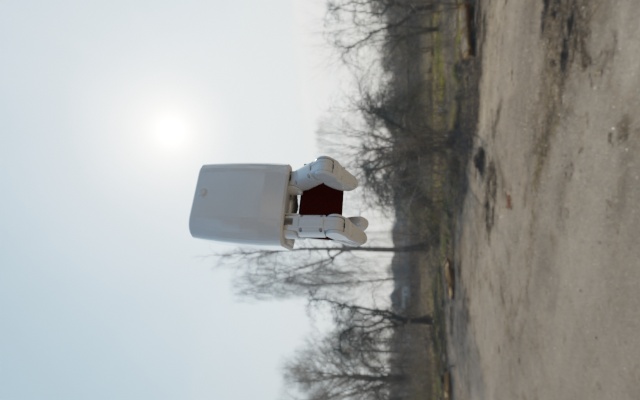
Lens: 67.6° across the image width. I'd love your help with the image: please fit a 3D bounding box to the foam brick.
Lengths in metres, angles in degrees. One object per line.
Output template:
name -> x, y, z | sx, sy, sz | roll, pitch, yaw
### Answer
foam brick -> 0.000, 0.002, 0.575 | 0.051, 0.078, 0.053 | 6, -27, -1
